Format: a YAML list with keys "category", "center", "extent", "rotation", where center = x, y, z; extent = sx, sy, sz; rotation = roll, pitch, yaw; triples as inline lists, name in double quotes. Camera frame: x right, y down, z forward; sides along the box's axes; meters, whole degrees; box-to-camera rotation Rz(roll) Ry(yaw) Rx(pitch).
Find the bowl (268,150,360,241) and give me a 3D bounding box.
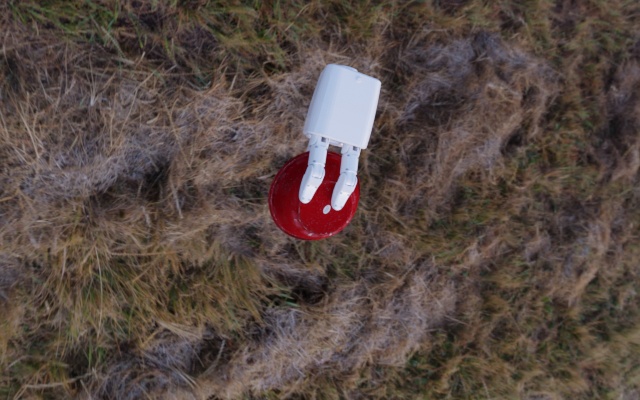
- category: "bowl"
  center: [0.000, 0.004, 0.771]
  extent: [0.162, 0.162, 0.055]
  rotation: [0, 22, -21]
